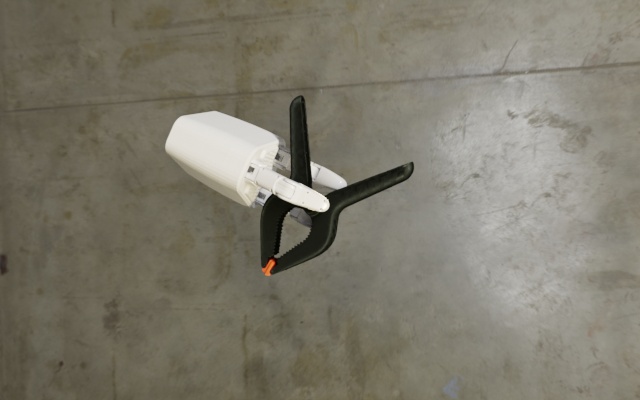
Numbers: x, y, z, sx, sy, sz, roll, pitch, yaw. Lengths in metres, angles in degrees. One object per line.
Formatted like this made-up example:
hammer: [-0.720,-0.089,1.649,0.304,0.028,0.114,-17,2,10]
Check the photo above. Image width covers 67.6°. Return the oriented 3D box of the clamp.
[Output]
clamp: [-0.001,0.002,0.561,0.164,0.210,0.036,26,5,11]
